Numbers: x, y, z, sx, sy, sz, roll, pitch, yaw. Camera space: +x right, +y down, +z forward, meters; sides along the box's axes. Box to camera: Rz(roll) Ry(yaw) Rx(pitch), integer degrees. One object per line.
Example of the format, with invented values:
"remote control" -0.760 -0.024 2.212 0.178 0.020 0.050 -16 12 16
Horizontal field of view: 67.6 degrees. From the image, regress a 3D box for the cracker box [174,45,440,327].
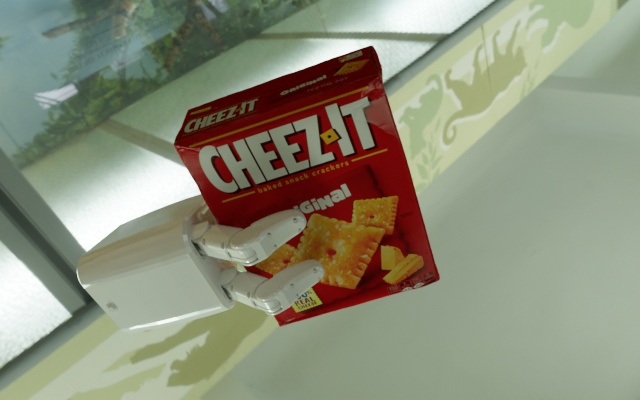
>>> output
"cracker box" 0.000 0.001 0.417 0.164 0.214 0.072 -17 34 9
